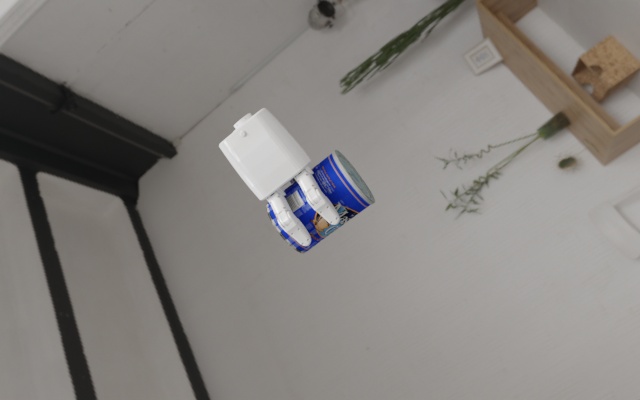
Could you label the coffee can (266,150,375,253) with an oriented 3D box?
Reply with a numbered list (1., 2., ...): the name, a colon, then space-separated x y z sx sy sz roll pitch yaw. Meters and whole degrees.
1. coffee can: 0.000 0.003 0.756 0.140 0.103 0.103 -37 -9 12
